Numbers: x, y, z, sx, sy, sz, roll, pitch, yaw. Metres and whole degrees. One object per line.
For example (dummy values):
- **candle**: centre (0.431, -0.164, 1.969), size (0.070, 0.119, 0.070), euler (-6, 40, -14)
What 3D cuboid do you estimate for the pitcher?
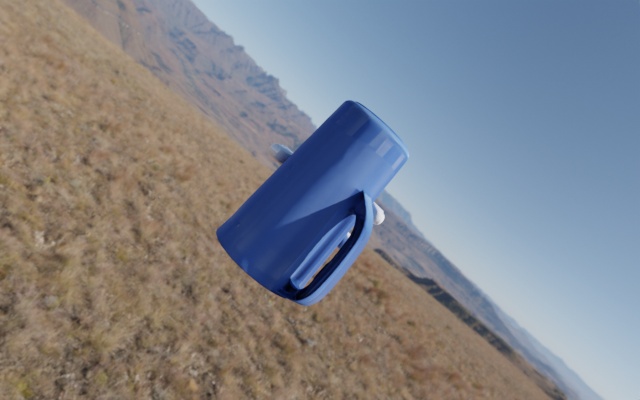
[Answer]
- **pitcher**: centre (0.000, 0.002, 0.598), size (0.149, 0.243, 0.145), euler (42, 5, -2)
